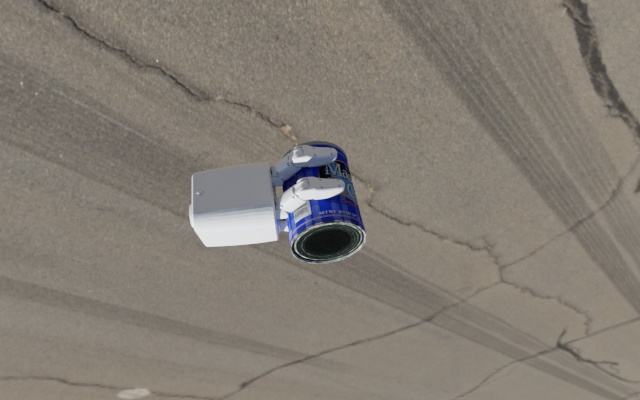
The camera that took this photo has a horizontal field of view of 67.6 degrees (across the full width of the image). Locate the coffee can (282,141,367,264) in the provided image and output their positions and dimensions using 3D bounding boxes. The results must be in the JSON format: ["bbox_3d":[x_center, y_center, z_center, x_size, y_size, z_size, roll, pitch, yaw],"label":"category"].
[{"bbox_3d":[0.000,0.002,0.669,0.103,0.140,0.103,-7,-36,-5],"label":"coffee can"}]
